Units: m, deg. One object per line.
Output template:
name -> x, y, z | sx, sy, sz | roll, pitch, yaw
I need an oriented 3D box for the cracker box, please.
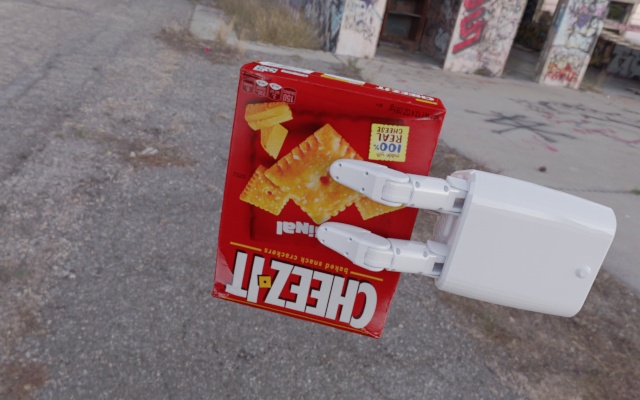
cracker box -> 0.000, 0.001, 0.421 | 0.164, 0.214, 0.072 | 14, 21, 4
